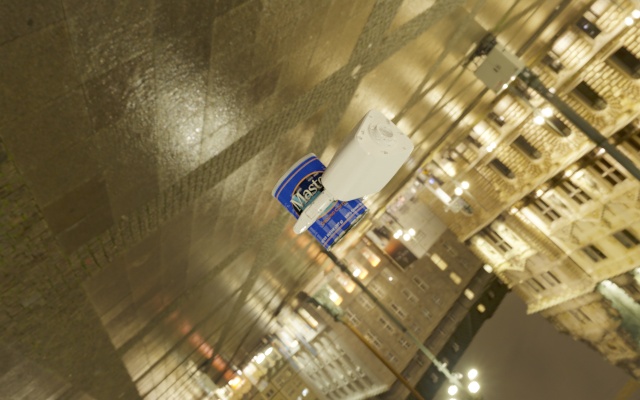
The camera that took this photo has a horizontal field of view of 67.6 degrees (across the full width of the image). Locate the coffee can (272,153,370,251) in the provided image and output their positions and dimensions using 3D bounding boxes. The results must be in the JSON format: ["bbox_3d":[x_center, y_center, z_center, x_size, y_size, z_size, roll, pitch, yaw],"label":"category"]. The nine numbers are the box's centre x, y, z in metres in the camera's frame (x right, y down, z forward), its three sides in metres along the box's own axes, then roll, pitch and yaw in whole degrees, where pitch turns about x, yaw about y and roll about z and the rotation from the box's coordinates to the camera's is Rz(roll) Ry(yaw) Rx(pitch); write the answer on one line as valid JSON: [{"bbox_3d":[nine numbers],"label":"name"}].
[{"bbox_3d":[0.000,0.003,0.825,0.103,0.140,0.103,-44,-8,-8],"label":"coffee can"}]
